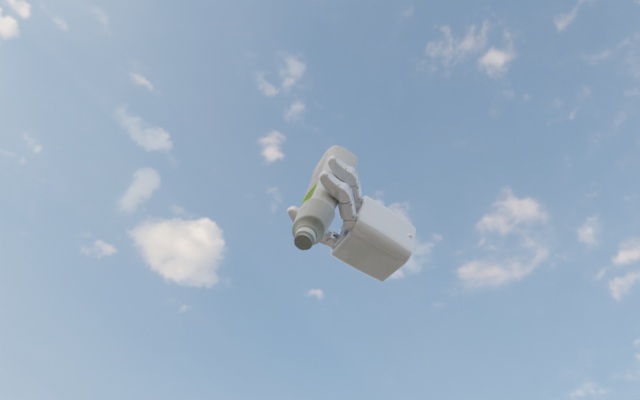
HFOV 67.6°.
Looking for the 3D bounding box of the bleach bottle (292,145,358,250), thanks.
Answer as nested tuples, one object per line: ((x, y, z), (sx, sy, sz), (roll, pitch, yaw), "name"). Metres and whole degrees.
((0.000, 0.002, 0.798), (0.068, 0.103, 0.250), (30, 34, -4), "bleach bottle")
